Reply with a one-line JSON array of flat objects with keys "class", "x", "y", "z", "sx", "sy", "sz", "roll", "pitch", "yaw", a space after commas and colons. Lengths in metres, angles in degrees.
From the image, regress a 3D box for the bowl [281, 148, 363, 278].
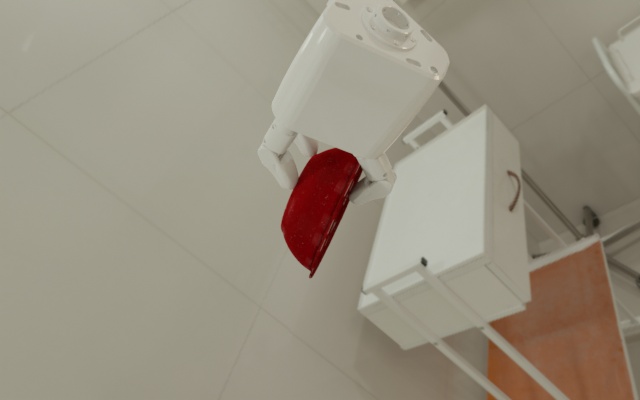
[{"class": "bowl", "x": -0.001, "y": 0.003, "z": 0.530, "sx": 0.055, "sy": 0.162, "sz": 0.162, "roll": 24, "pitch": 2, "yaw": 5}]
